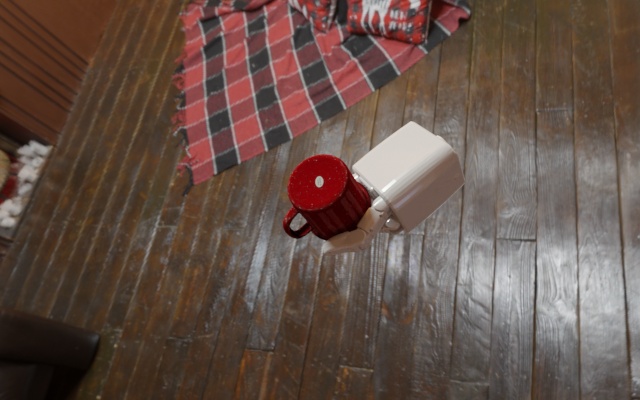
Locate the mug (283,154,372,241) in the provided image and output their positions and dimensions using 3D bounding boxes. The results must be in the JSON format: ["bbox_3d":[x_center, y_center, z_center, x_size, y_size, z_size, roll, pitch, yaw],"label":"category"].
[{"bbox_3d":[-0.001,0.003,0.605,0.117,0.093,0.081,-39,-34,0],"label":"mug"}]
